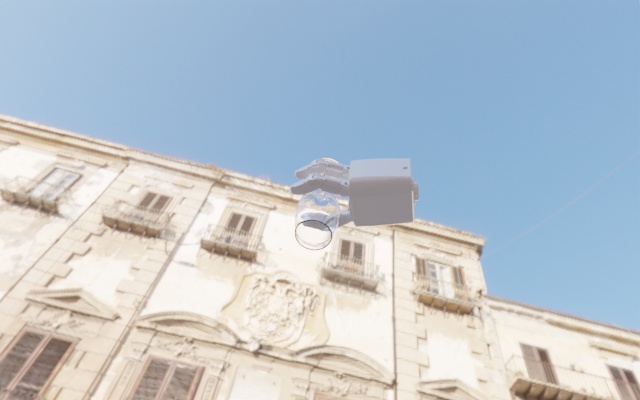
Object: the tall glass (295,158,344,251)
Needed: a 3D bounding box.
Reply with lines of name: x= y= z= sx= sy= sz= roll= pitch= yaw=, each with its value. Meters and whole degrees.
tall glass: x=0.000 y=0.002 z=0.848 sx=0.079 sy=0.079 sz=0.201 roll=0 pitch=33 yaw=8
